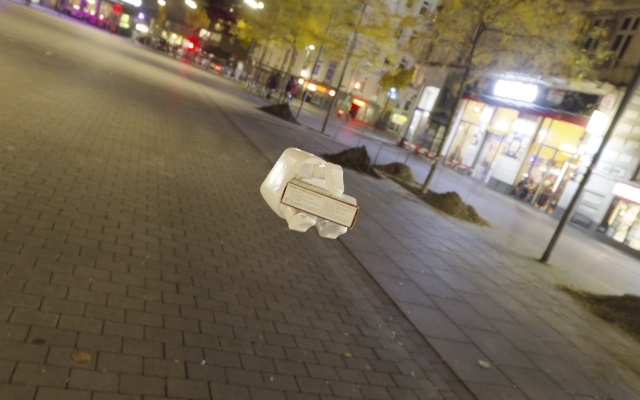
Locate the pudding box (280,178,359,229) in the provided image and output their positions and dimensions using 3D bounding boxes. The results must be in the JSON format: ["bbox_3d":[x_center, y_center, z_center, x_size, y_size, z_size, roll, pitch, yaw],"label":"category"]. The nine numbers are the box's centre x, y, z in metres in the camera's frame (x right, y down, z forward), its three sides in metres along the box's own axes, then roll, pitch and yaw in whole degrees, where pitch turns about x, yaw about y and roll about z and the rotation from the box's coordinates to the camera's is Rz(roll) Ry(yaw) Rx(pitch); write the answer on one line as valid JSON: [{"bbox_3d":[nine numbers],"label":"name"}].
[{"bbox_3d":[0.000,0.002,0.721,0.113,0.039,0.090,18,8,1],"label":"pudding box"}]
